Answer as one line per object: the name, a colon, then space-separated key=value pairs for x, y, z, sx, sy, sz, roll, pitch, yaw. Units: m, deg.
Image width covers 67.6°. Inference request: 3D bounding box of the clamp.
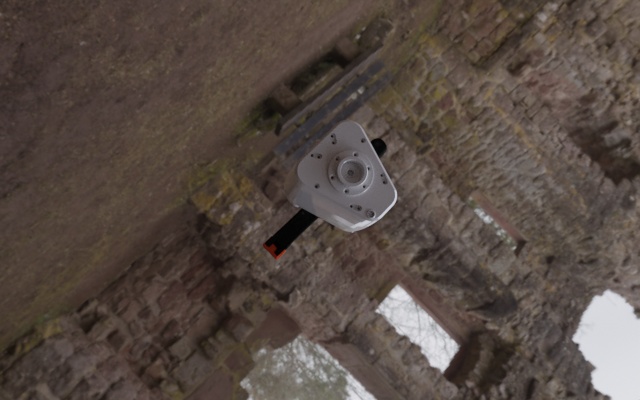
clamp: x=0.000 y=0.003 z=0.692 sx=0.210 sy=0.036 sz=0.164 roll=-45 pitch=0 yaw=-12
